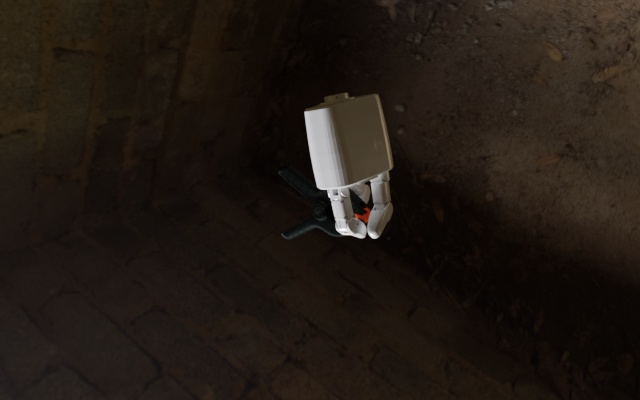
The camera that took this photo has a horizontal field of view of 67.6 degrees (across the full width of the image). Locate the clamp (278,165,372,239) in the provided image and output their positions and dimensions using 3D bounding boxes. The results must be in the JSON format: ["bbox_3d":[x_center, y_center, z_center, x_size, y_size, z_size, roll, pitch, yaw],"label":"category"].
[{"bbox_3d":[0.000,0.003,0.724,0.171,0.120,0.039,-2,17,34],"label":"clamp"}]
